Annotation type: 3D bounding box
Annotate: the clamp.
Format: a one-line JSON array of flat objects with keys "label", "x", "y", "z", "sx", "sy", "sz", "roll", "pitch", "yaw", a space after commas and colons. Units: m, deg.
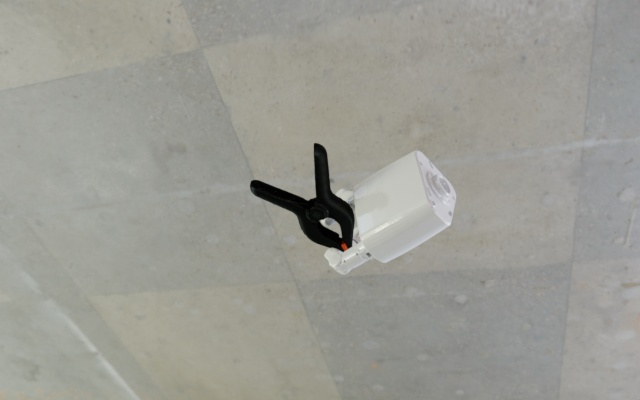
[{"label": "clamp", "x": 0.000, "y": 0.003, "z": 0.659, "sx": 0.120, "sy": 0.171, "sz": 0.039, "roll": -34, "pitch": 26, "yaw": 30}]
